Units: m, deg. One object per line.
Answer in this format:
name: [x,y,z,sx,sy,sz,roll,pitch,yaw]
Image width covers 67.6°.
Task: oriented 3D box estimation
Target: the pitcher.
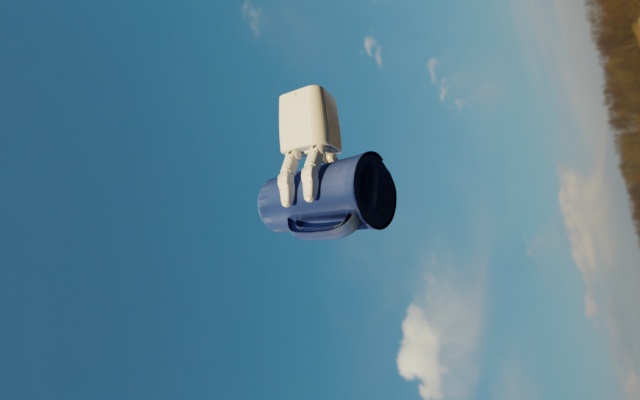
pitcher: [0.000,0.003,0.858,0.243,0.145,0.149,-9,-9,38]
